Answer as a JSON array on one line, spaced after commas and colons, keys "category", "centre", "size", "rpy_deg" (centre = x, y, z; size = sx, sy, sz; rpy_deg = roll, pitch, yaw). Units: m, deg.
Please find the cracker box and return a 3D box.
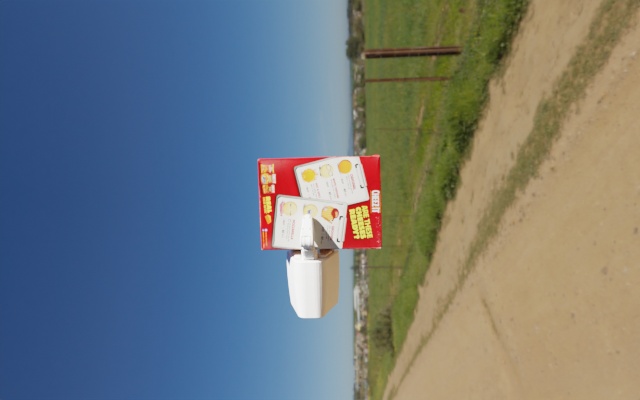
[{"category": "cracker box", "centre": [0.000, 0.003, 0.857], "size": [0.214, 0.164, 0.072], "rpy_deg": [-1, 7, 4]}]
